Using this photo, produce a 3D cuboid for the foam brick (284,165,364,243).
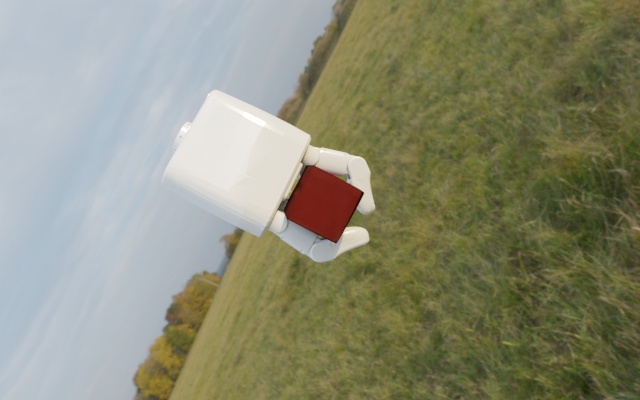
[{"bbox_3d":[0.000,0.001,0.444,0.051,0.053,0.078,28,0,-7],"label":"foam brick"}]
